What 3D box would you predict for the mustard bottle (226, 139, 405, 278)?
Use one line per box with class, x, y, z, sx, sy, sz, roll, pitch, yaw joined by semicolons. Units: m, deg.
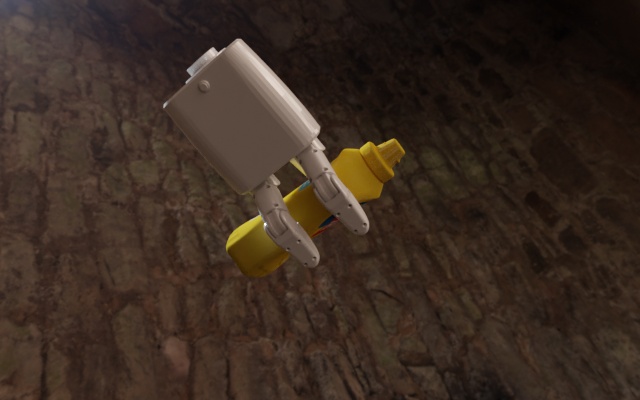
mustard bottle;0.000;0.002;0.478;0.191;0.058;0.096;-36;-5;15
